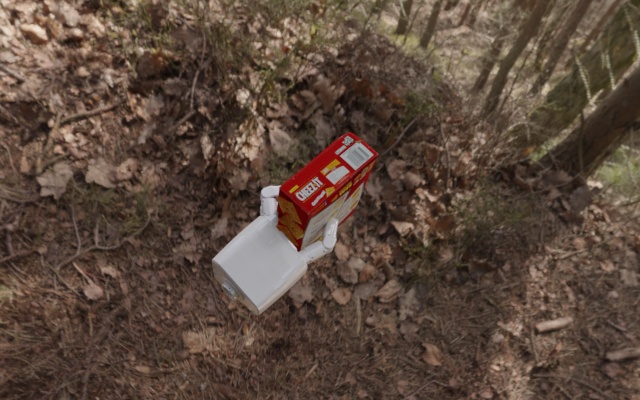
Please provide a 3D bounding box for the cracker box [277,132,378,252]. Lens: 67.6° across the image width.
[{"bbox_3d":[0.000,0.003,0.819,0.164,0.072,0.214,-41,-15,-25],"label":"cracker box"}]
